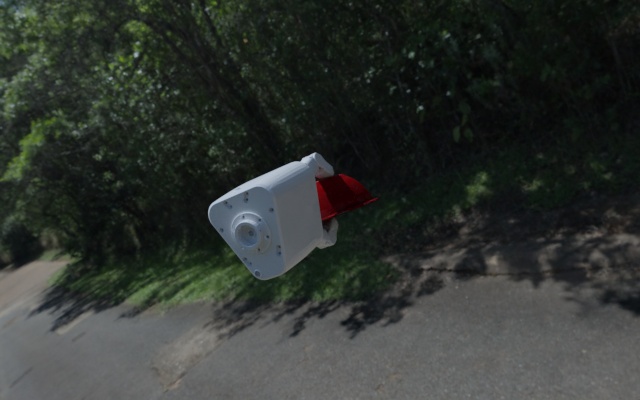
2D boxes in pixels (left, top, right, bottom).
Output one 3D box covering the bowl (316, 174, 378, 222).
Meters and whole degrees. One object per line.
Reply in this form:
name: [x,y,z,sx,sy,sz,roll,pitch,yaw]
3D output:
bowl: [0.000,0.002,0.703,0.162,0.055,0.162,-20,-2,-1]
